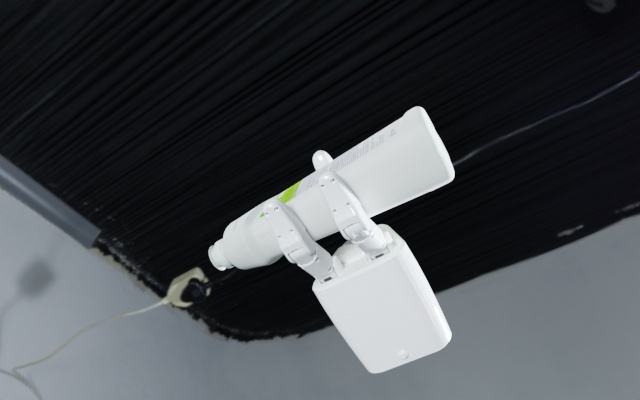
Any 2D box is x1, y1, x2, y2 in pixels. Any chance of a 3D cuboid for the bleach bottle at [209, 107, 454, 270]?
[{"bbox_3d":[0.000,0.002,0.466,0.251,0.068,0.102,-28,11,18],"label":"bleach bottle"}]
